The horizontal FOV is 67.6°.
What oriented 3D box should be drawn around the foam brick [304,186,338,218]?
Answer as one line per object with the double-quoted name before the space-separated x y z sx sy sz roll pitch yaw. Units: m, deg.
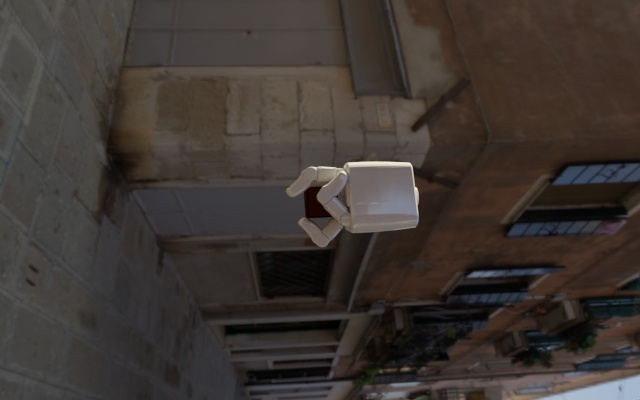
"foam brick" 0.000 0.003 0.803 0.051 0.053 0.078 -3 1 -5
